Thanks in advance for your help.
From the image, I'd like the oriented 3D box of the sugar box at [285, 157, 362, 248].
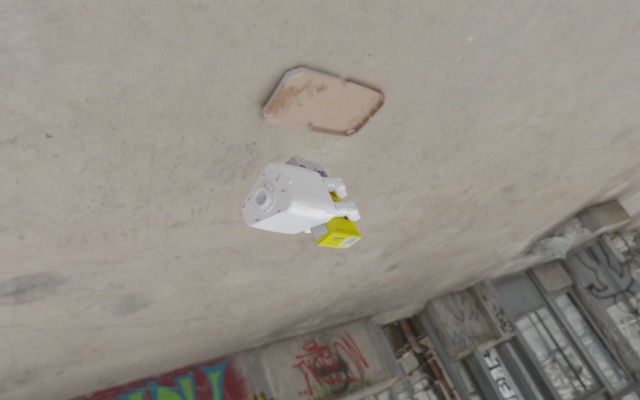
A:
[{"bbox_3d":[0.000,0.003,0.877,0.048,0.176,0.093,-39,-30,26],"label":"sugar box"}]
